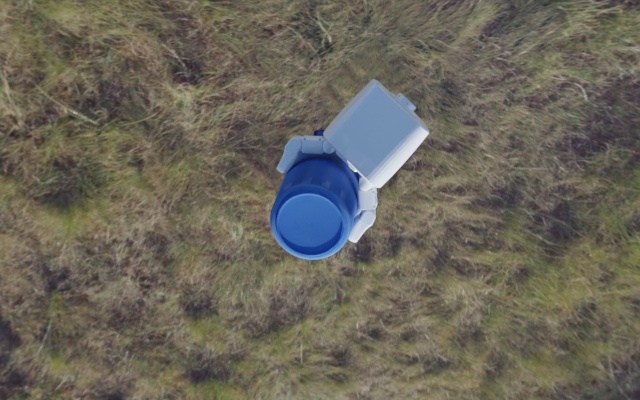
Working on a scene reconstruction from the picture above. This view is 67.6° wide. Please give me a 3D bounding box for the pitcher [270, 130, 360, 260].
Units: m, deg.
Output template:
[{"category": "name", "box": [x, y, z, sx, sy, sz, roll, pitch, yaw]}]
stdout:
[{"category": "pitcher", "box": [0.000, 0.002, 0.730, 0.149, 0.145, 0.242, 40, 19, -8]}]
